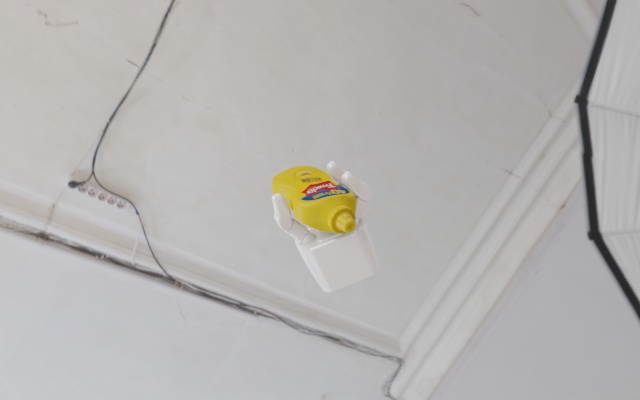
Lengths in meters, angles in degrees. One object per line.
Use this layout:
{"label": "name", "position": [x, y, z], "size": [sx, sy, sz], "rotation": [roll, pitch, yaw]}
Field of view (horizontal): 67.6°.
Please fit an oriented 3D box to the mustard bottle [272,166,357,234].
{"label": "mustard bottle", "position": [0.000, 0.002, 0.735], "size": [0.096, 0.058, 0.191], "rotation": [-9, 26, -24]}
